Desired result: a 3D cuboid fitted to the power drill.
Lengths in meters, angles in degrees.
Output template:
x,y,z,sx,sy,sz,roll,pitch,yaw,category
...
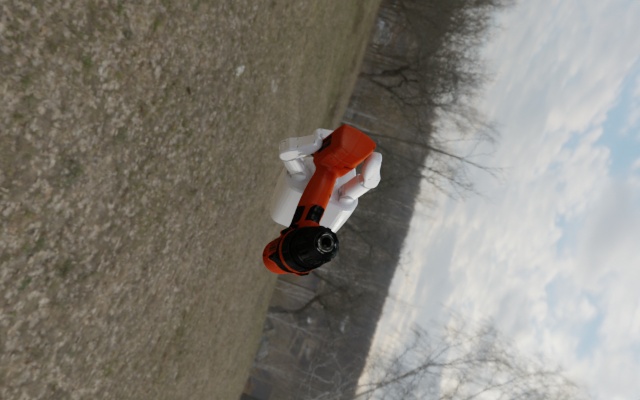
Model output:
x,y,z,sx,sy,sz,roll,pitch,yaw,category
0.000,0.002,0.582,0.057,0.187,0.184,32,-21,-14,power drill
